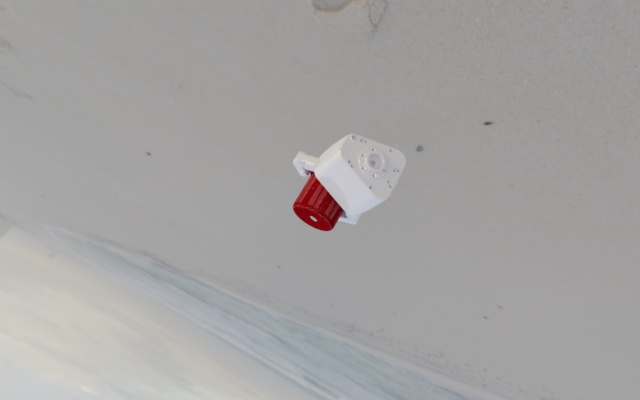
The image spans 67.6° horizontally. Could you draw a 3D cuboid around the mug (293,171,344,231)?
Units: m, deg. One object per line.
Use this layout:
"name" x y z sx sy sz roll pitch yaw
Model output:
"mug" -0.001 0.003 0.850 0.093 0.081 0.117 34 -22 -8
